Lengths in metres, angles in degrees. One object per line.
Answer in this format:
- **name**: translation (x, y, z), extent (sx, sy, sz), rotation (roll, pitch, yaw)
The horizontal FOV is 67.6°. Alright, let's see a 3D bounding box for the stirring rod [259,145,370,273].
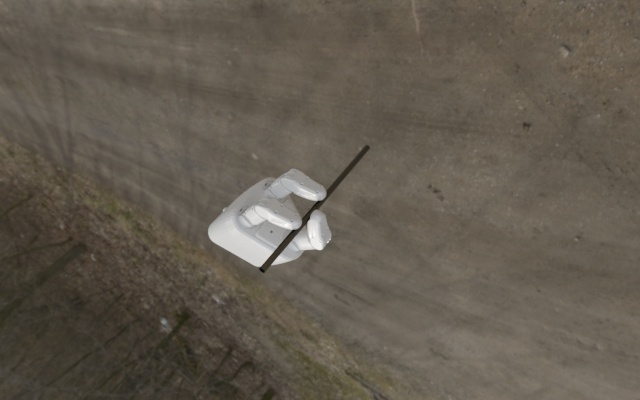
- **stirring rod**: translation (0.000, 0.002, 0.598), extent (0.011, 0.011, 0.239), rotation (0, 39, 45)
